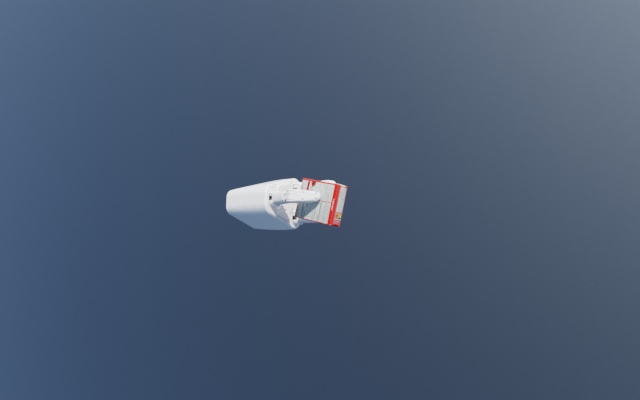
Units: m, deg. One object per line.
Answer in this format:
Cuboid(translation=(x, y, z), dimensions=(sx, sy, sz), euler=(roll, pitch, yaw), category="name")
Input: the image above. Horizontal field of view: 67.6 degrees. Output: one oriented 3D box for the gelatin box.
Cuboid(translation=(0.000, 0.003, 0.851), dimensions=(0.089, 0.073, 0.030), euler=(11, -1, 40), category="gelatin box")
